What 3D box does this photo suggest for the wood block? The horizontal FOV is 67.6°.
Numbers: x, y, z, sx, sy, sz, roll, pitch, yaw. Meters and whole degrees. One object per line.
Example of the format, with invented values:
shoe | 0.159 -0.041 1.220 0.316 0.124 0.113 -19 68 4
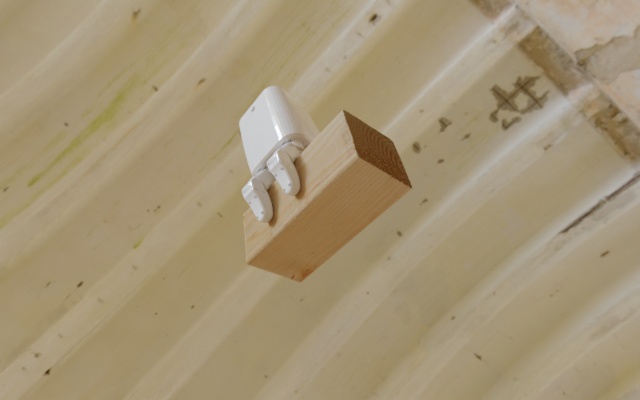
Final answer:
wood block | 0.000 0.002 0.596 0.091 0.090 0.206 25 -55 -34
